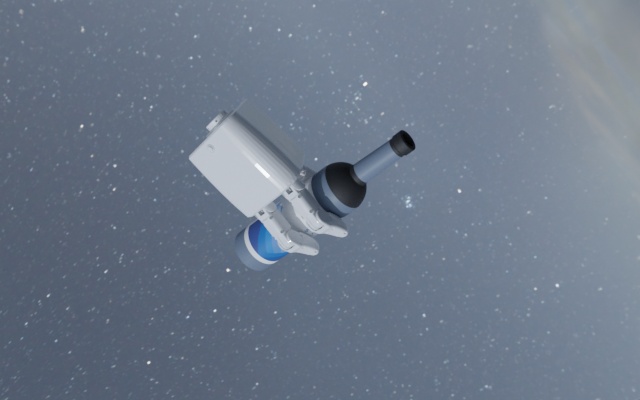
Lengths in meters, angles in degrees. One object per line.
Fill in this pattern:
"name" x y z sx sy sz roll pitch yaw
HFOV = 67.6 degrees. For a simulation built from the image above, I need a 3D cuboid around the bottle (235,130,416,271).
"bottle" 0.000 0.002 0.625 0.296 0.069 0.069 -36 -22 34
